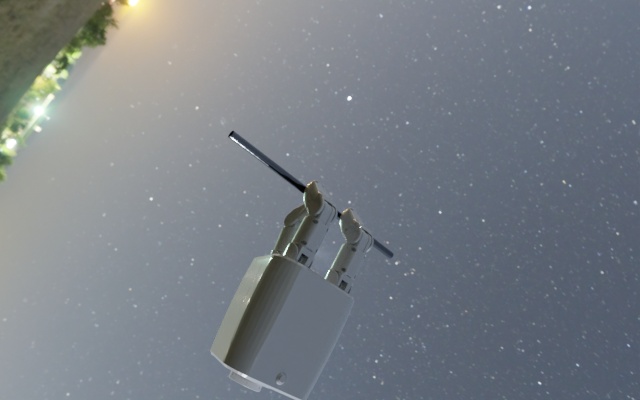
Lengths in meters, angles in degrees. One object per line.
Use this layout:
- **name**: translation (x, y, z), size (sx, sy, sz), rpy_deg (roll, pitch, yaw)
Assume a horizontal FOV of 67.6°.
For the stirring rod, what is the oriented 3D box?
- **stirring rod**: translation (0.000, 0.002, 0.501), size (0.240, 0.011, 0.011), rpy_deg (37, -21, -30)
